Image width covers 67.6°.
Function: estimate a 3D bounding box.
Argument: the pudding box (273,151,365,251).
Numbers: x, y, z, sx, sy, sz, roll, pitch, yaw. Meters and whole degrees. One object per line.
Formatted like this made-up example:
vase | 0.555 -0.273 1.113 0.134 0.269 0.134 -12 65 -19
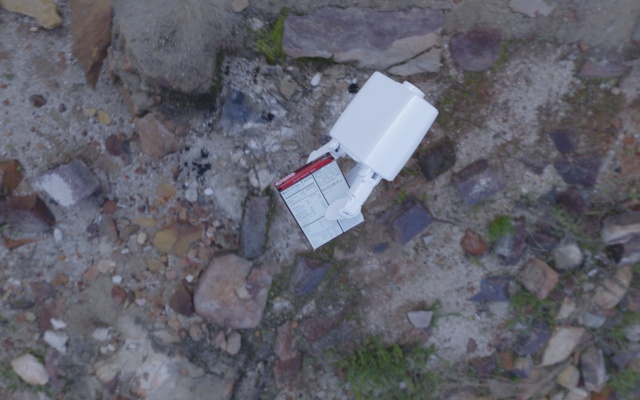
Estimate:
pudding box | 0.000 0.002 0.664 0.090 0.113 0.039 -30 27 -2
